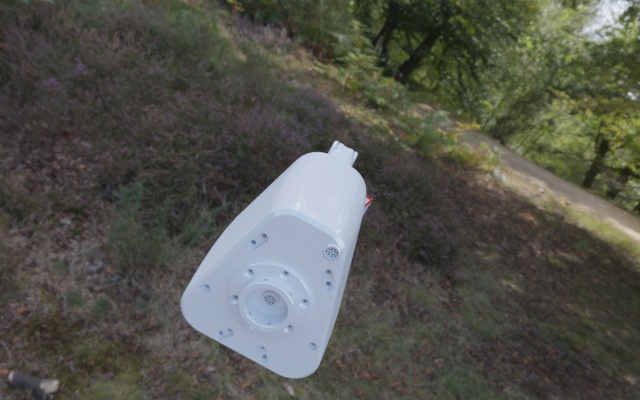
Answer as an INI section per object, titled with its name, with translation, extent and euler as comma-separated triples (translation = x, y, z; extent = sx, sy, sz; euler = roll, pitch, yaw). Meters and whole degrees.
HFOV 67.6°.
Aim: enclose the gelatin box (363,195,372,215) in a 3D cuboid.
[gelatin box]
translation = 0.000, 0.001, 0.445
extent = 0.073, 0.030, 0.089
euler = 35, 27, 10
